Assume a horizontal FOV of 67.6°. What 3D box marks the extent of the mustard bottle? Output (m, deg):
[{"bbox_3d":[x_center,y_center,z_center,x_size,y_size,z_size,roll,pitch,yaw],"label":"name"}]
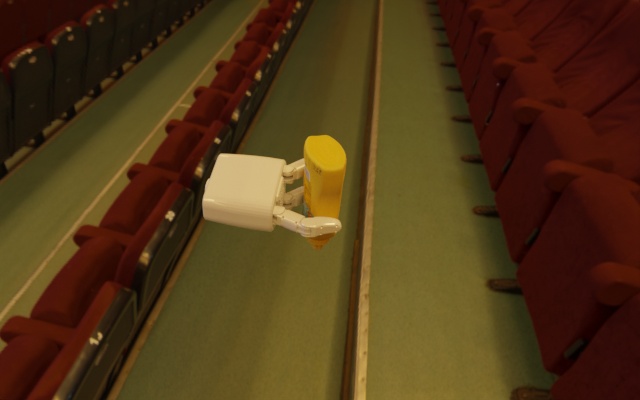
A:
[{"bbox_3d":[0.000,0.002,0.743,0.058,0.192,0.096,-7,39,-15],"label":"mustard bottle"}]
